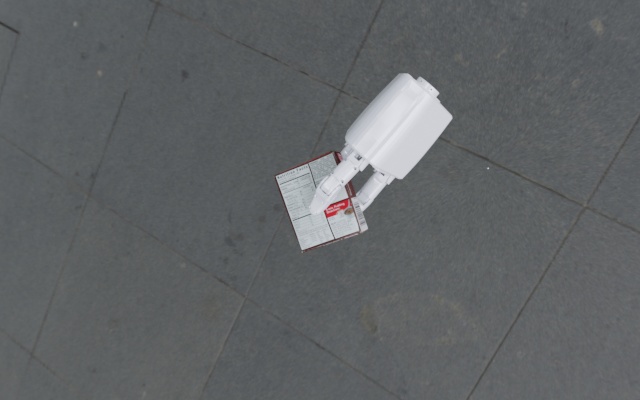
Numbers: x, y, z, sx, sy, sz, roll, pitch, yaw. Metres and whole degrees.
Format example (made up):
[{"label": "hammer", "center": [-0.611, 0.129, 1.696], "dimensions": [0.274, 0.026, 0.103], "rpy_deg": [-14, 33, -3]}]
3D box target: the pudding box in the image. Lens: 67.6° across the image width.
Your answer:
[{"label": "pudding box", "center": [0.000, 0.002, 0.630], "dimensions": [0.090, 0.113, 0.039], "rpy_deg": [-20, -4, 18]}]
